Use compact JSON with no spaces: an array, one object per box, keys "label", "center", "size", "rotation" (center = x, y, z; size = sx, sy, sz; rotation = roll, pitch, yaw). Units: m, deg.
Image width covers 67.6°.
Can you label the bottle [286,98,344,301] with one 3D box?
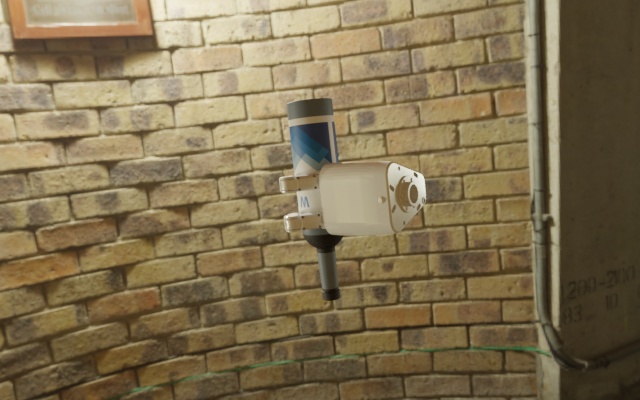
[{"label":"bottle","center":[0.000,0.002,0.705],"size":[0.069,0.296,0.069],"rotation":[-6,6,1]}]
